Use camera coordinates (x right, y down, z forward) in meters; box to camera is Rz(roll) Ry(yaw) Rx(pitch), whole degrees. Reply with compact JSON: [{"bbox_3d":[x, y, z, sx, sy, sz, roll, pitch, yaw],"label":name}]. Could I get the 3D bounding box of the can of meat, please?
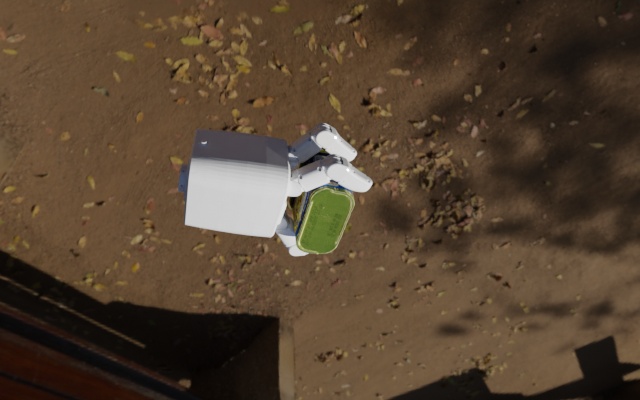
[{"bbox_3d":[0.000,0.002,0.576,0.057,0.102,0.084,9,35,-14],"label":"can of meat"}]
